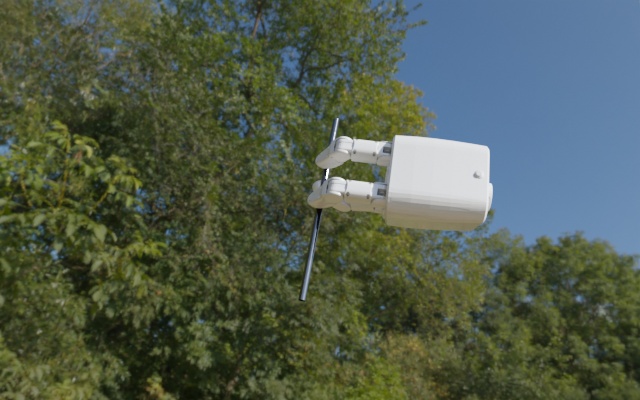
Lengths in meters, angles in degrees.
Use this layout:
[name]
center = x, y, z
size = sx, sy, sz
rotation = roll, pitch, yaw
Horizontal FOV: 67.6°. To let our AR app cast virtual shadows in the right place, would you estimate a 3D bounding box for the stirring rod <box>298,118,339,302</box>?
[stirring rod]
center = 0.000, 0.002, 0.569
size = 0.011, 0.239, 0.011
rotation = 9, -26, 4
